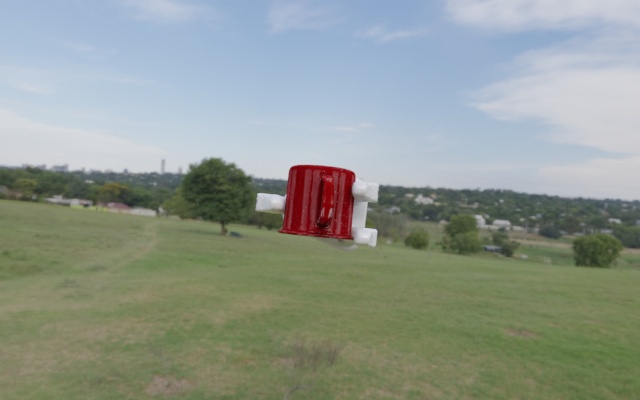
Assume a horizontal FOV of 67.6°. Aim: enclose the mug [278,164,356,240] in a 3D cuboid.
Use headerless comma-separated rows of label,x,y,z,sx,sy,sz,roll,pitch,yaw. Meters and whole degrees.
mug,0.000,0.002,0.560,0.093,0.081,0.117,6,-3,-5
